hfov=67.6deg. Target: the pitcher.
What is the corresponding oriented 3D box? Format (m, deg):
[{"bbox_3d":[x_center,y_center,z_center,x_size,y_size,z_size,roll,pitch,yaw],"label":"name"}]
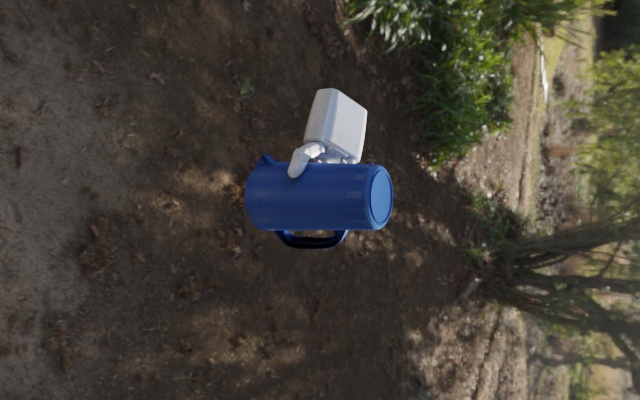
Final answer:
[{"bbox_3d":[0.000,0.003,0.845,0.243,0.145,0.149,1,-21,32],"label":"pitcher"}]
